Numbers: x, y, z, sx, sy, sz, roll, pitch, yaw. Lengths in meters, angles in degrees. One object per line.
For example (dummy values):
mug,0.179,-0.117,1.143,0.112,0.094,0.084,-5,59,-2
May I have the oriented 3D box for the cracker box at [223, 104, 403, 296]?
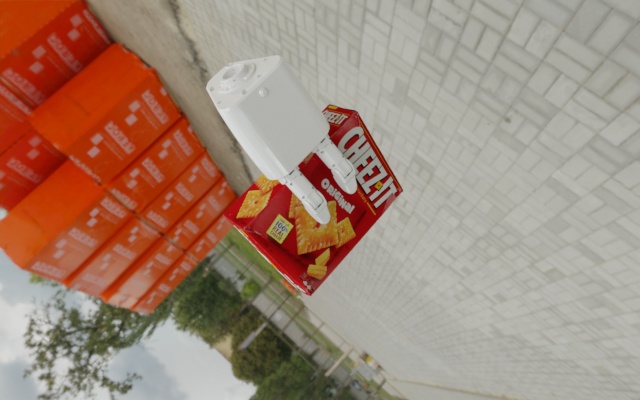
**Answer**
cracker box,0.000,0.002,0.659,0.072,0.213,0.164,28,-20,50
